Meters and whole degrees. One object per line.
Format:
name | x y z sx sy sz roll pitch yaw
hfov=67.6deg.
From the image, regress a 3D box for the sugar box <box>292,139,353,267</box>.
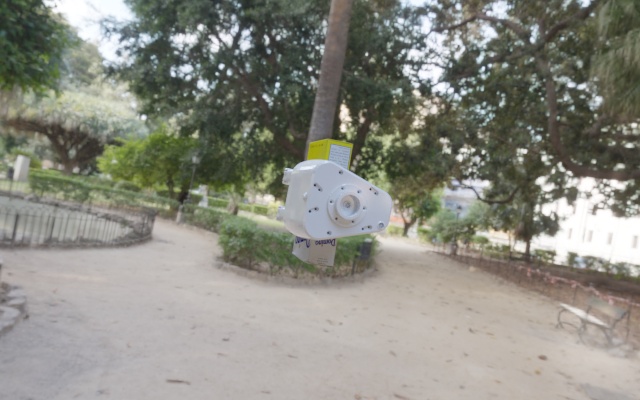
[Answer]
sugar box | 0.000 0.002 0.701 0.048 0.176 0.093 12 -1 -17
